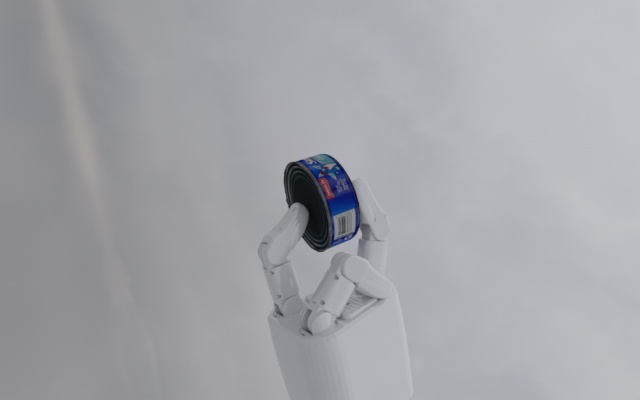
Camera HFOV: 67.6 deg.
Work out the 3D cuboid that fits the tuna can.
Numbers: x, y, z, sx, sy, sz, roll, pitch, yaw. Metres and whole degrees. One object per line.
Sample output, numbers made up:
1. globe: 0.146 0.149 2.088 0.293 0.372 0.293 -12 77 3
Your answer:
1. tuna can: 0.001 0.001 0.435 0.034 0.086 0.086 -20 8 -23
